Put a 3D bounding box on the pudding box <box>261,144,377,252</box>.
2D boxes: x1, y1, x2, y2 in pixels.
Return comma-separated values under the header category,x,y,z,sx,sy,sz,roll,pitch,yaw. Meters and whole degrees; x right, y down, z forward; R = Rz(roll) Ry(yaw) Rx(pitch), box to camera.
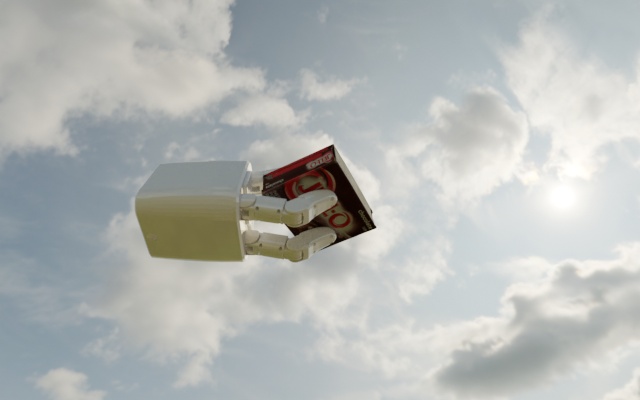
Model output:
category,x,y,z,sx,sy,sz,roll,pitch,yaw
pudding box,0.000,0.002,0.539,0.090,0.039,0.114,-23,-50,16
